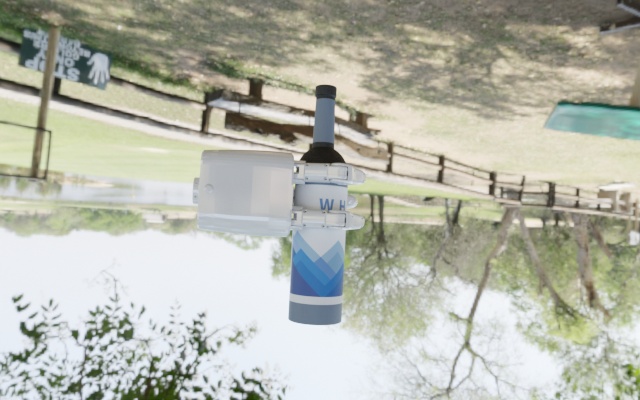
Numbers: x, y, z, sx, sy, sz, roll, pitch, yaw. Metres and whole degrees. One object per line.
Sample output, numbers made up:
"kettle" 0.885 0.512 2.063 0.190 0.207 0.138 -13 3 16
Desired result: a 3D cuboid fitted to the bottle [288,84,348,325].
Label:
"bottle" 0.000 0.002 0.601 0.069 0.295 0.069 3 -3 0
